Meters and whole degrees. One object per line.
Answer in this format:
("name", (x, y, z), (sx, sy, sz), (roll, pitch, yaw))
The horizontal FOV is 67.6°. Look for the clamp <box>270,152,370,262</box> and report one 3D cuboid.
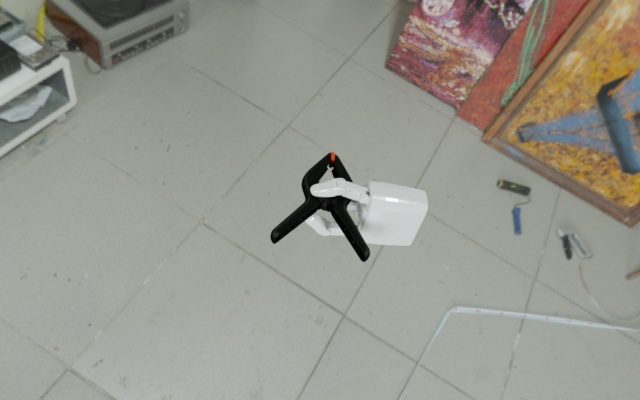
("clamp", (0.001, 0.002, 0.820), (0.164, 0.209, 0.036), (7, -34, -11))
